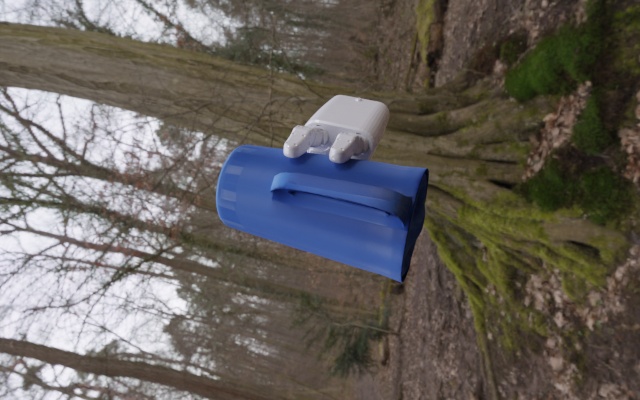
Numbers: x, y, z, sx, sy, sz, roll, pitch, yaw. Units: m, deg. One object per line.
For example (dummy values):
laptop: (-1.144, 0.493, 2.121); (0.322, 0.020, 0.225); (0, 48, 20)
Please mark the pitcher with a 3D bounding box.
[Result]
pitcher: (0.000, 0.002, 0.569); (0.243, 0.149, 0.145); (12, 36, 16)
